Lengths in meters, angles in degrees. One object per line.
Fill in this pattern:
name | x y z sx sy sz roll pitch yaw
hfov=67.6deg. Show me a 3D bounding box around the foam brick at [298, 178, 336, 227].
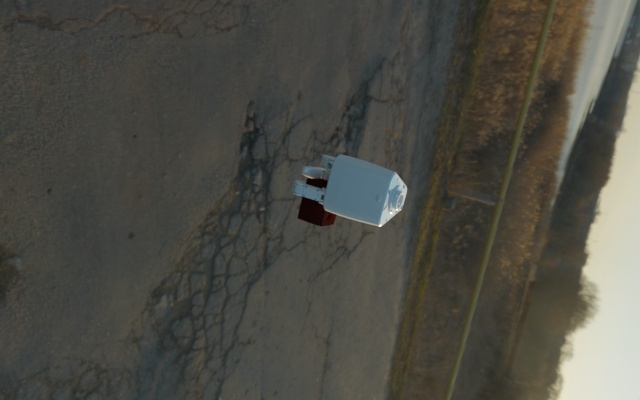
foam brick | 0.000 0.003 0.859 0.051 0.078 0.053 19 10 25
